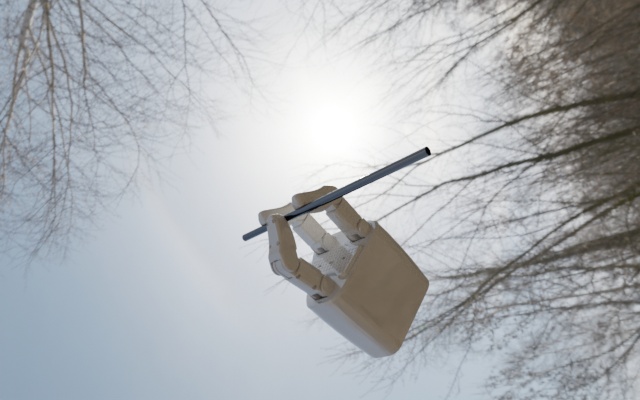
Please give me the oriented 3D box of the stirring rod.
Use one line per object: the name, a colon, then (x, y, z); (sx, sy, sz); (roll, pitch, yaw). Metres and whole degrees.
stirring rod: (0.000, 0.001, 0.445); (0.011, 0.011, 0.239); (0, -19, -47)
